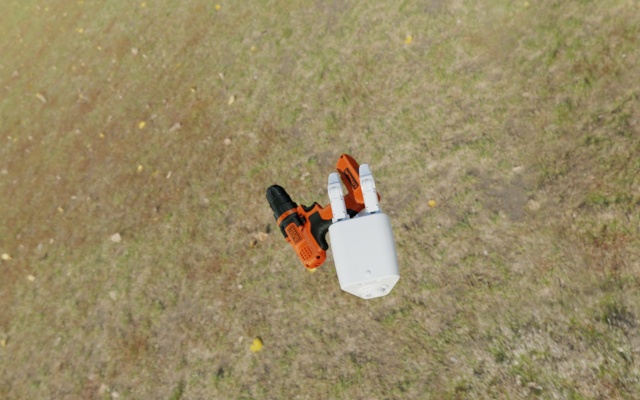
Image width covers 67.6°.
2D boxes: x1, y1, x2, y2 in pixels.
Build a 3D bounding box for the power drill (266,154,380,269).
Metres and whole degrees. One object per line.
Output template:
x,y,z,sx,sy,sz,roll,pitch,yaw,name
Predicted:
0.001,0.003,0.867,0.188,0.184,0.057,-41,-23,18,power drill
